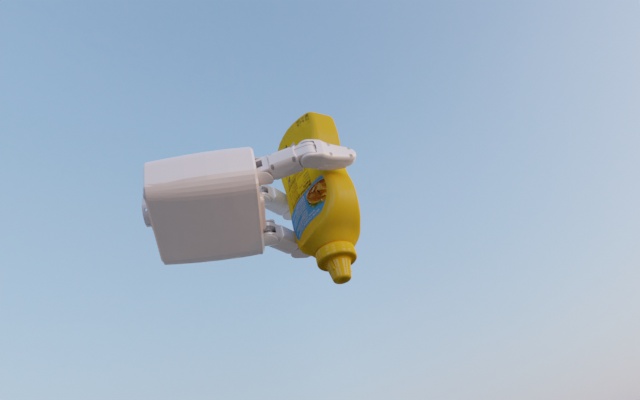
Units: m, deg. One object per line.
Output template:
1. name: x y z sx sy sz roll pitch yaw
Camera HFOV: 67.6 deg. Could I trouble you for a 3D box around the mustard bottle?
1. mustard bottle: 0.000 0.001 0.516 0.058 0.191 0.096 8 -42 -30
